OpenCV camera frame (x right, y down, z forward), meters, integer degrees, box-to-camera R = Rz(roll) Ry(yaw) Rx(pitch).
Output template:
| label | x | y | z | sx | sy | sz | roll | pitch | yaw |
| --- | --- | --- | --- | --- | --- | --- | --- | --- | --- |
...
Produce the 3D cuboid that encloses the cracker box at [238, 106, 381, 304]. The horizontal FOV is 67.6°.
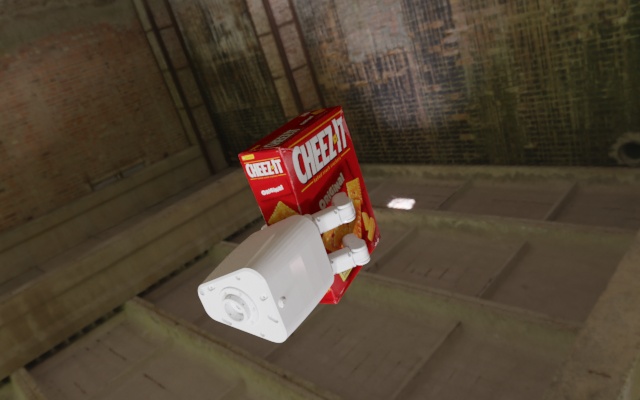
| label | x | y | z | sx | sy | sz | roll | pitch | yaw |
| --- | --- | --- | --- | --- | --- | --- | --- | --- | --- |
| cracker box | 0.000 | 0.002 | 0.634 | 0.072 | 0.214 | 0.164 | -5 | 24 | 33 |
